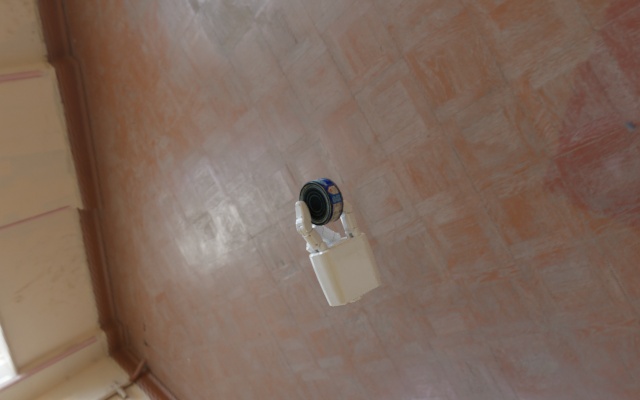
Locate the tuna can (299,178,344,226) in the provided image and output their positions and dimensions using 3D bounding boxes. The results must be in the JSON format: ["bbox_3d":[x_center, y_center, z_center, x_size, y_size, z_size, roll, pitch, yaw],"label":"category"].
[{"bbox_3d":[0.000,0.003,0.879,0.086,0.086,0.033,0,13,46],"label":"tuna can"}]
